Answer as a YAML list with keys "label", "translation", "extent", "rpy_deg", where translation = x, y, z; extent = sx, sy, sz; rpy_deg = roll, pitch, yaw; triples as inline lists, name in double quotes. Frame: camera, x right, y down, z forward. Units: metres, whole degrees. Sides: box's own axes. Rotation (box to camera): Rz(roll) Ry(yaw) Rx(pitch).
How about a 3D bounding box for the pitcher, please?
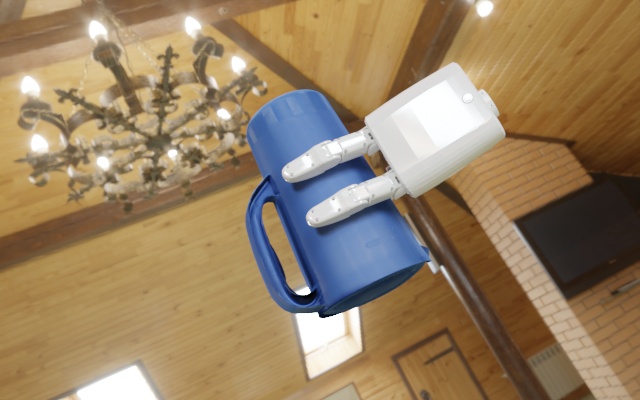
- label: "pitcher"
  translation: [0.000, 0.002, 0.534]
  extent: [0.145, 0.242, 0.149]
  rpy_deg: [-33, -20, 16]
